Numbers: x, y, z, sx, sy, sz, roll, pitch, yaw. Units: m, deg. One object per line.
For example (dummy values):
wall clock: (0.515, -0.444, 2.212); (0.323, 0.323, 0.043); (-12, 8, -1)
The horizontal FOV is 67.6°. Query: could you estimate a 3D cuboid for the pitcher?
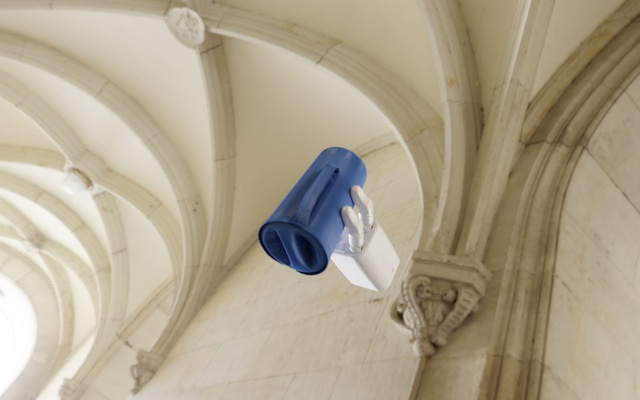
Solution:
pitcher: (0.000, 0.003, 0.879); (0.149, 0.145, 0.242); (-13, 34, 40)
